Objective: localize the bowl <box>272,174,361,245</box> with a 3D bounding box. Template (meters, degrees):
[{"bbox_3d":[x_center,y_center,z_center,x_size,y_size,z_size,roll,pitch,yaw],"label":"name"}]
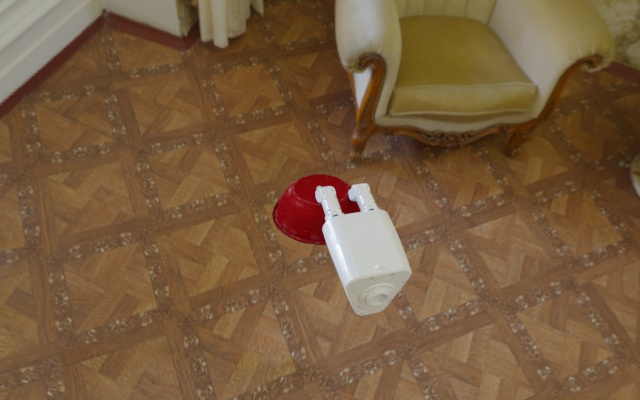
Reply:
[{"bbox_3d":[-0.001,0.002,0.796,0.162,0.055,0.162,1,35,-1],"label":"bowl"}]
